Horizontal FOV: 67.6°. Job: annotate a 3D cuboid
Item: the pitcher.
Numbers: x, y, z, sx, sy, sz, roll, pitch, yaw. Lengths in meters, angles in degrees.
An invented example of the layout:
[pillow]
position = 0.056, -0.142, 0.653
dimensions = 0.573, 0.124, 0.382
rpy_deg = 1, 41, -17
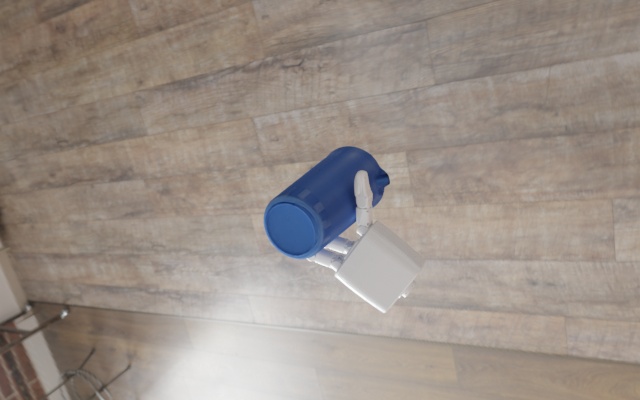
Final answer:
[pitcher]
position = 0.000, 0.003, 0.824
dimensions = 0.145, 0.149, 0.242
rpy_deg = 40, 34, 9
